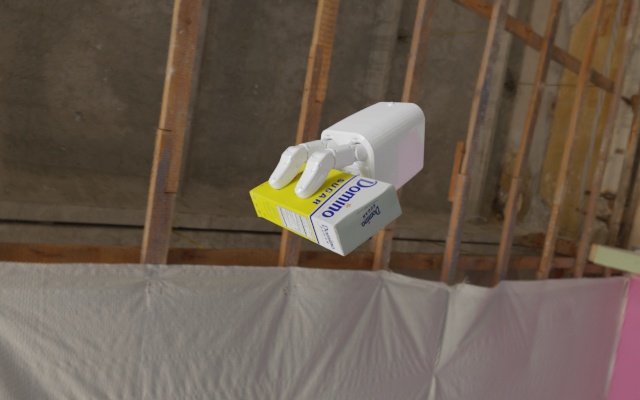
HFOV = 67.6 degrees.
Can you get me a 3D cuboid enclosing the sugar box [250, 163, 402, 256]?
[{"bbox_3d":[0.000,0.001,0.568,0.093,0.048,0.176,-33,28,-28],"label":"sugar box"}]
